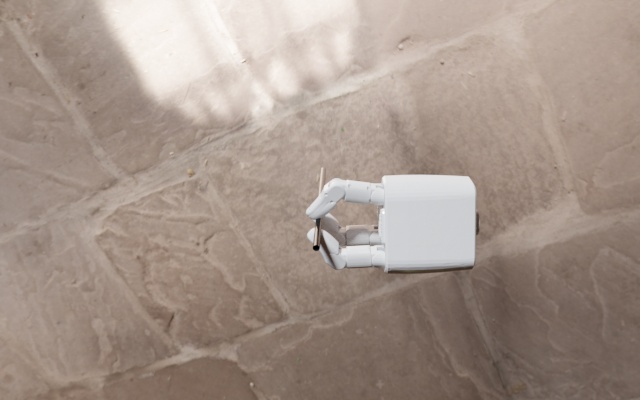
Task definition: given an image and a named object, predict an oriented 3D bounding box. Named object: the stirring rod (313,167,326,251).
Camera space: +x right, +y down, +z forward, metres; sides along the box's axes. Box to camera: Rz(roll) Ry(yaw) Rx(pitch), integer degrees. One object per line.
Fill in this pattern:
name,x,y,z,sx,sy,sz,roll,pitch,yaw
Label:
stirring rod,0.000,0.002,0.630,0.011,0.011,0.239,0,25,2
